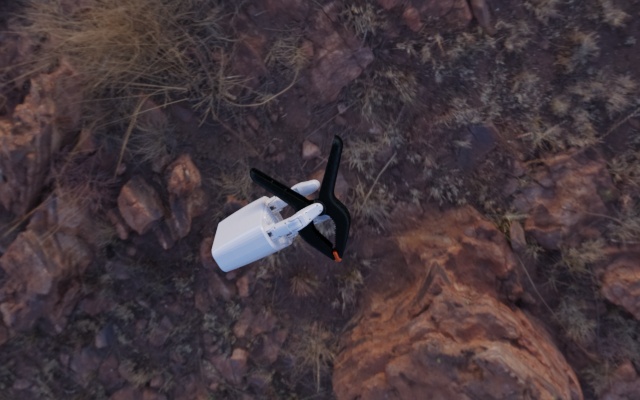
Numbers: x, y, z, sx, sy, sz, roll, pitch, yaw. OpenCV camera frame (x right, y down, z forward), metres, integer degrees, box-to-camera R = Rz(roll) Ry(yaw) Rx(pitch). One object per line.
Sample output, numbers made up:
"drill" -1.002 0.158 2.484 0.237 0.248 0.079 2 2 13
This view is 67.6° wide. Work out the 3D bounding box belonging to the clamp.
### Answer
"clamp" 0.000 0.003 0.797 0.164 0.210 0.036 -27 13 16
